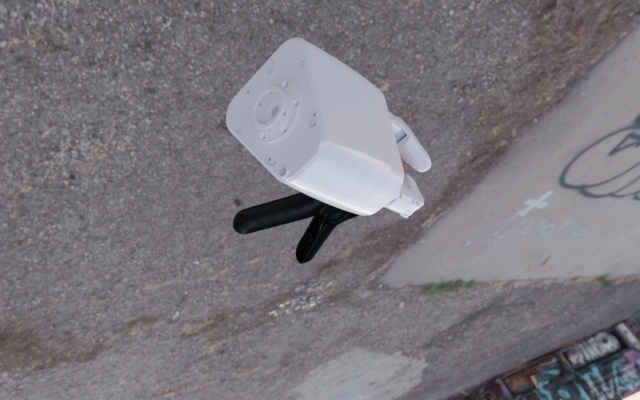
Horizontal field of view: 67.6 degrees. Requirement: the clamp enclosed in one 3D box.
[{"bbox_3d":[0.000,0.002,0.473,0.171,0.039,0.120,-42,-35,23],"label":"clamp"}]
